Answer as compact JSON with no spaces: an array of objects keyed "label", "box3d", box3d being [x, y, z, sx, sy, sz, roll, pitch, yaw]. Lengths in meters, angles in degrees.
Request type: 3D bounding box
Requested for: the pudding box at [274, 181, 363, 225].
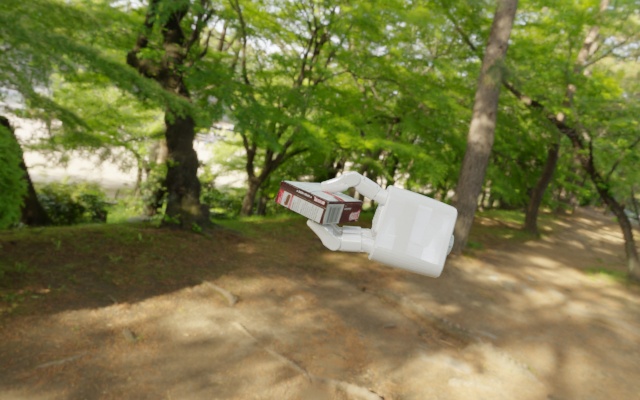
[{"label":"pudding box","box3d":[0.000,0.002,0.725,0.090,0.039,0.113,24,10,29]}]
